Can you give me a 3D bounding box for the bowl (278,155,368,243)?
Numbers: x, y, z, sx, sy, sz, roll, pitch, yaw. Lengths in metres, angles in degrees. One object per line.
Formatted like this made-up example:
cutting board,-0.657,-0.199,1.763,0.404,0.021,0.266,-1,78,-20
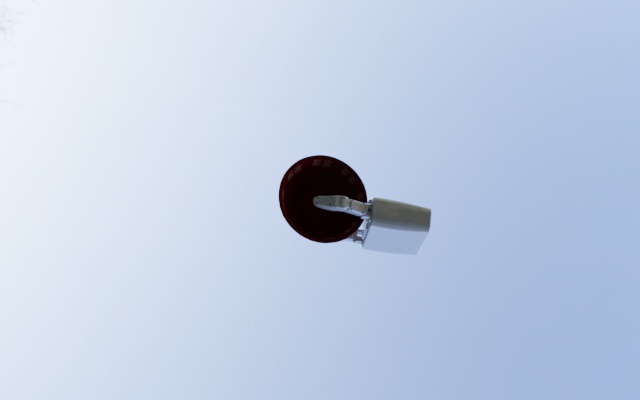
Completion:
bowl,-0.001,0.002,0.857,0.162,0.162,0.055,0,-17,-15
